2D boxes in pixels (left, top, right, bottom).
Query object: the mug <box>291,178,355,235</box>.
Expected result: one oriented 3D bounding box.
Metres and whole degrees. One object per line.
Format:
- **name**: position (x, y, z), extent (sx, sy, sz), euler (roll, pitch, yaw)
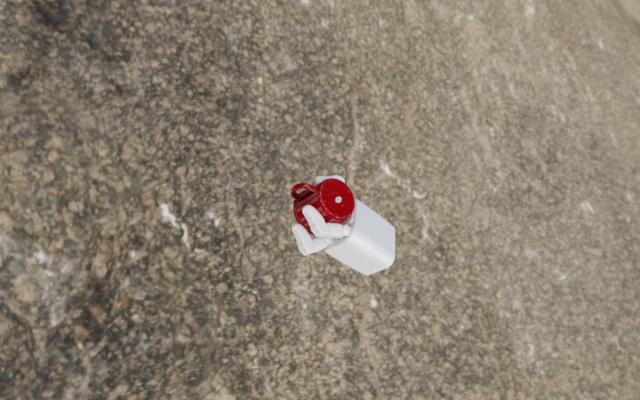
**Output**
- **mug**: position (-0.001, 0.002, 0.877), extent (0.117, 0.093, 0.081), euler (34, -37, -20)
